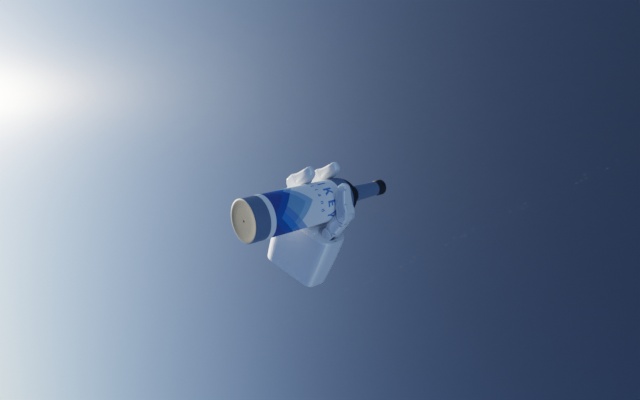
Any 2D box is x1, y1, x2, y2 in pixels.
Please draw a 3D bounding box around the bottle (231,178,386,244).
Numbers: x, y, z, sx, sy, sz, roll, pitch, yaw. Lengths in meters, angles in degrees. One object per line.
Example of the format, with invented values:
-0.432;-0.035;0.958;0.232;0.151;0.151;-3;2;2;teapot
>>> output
0.000;0.002;0.766;0.295;0.069;0.069;-14;9;-40;bottle
